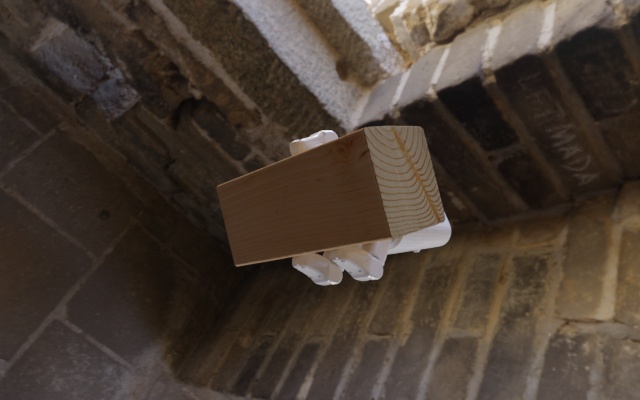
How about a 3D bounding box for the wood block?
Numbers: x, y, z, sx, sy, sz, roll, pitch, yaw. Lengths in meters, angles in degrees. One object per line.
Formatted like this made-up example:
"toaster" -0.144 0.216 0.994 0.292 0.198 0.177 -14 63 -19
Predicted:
"wood block" 0.000 0.001 0.465 0.206 0.091 0.090 -16 -4 43
